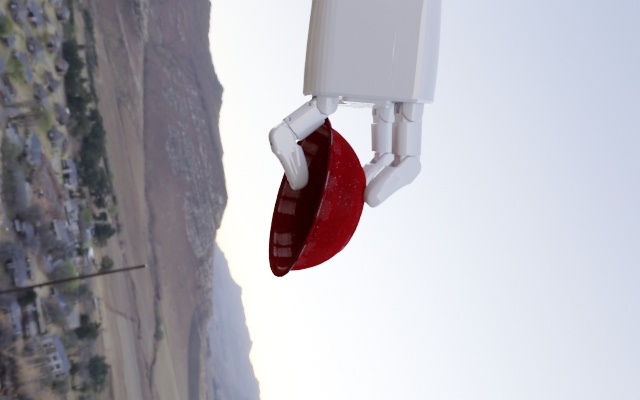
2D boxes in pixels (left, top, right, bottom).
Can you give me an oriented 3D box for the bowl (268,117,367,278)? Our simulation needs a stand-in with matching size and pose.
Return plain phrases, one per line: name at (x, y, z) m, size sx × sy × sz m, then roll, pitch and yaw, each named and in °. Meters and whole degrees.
bowl at (0.000, 0.003, 0.468) m, size 0.055 × 0.162 × 0.162 m, roll 17°, pitch -5°, yaw -18°
